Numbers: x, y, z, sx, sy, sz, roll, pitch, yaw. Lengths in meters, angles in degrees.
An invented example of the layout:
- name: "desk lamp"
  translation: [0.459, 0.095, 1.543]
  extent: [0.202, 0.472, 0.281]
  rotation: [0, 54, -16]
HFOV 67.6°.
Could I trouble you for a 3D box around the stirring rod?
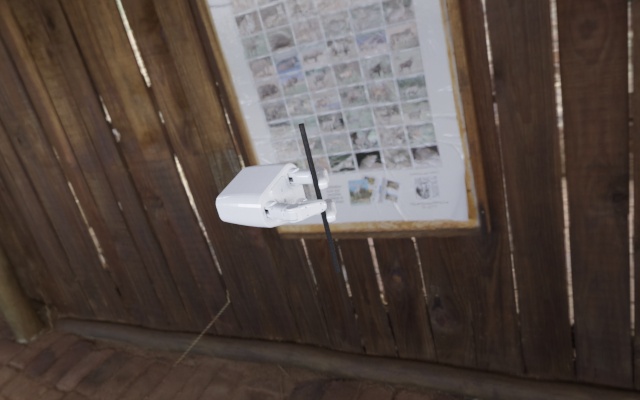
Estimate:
- name: "stirring rod"
  translation: [0.000, 0.002, 0.711]
  extent: [0.011, 0.240, 0.011]
  rotation: [-12, 20, 5]
